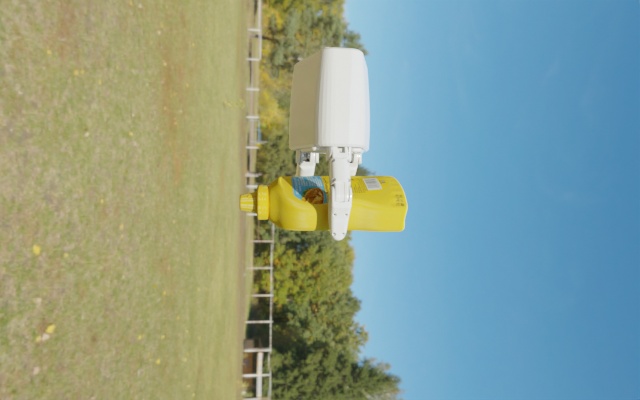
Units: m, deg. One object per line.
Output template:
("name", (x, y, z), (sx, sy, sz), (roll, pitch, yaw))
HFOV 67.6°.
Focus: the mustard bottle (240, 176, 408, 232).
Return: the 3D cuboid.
("mustard bottle", (0.000, 0.002, 0.573), (0.191, 0.058, 0.096), (1, 27, -8))
